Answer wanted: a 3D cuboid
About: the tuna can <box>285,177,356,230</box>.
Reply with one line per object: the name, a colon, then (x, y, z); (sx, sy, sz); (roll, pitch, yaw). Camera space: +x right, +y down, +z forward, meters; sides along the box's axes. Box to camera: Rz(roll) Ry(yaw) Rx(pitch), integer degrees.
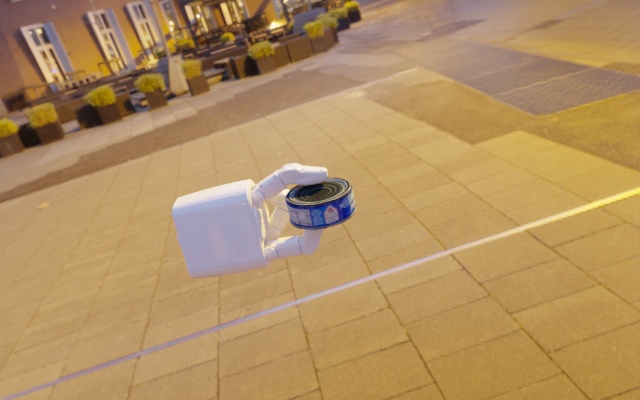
tuna can: (0.000, 0.001, 0.597); (0.086, 0.034, 0.086); (-10, 23, 4)
